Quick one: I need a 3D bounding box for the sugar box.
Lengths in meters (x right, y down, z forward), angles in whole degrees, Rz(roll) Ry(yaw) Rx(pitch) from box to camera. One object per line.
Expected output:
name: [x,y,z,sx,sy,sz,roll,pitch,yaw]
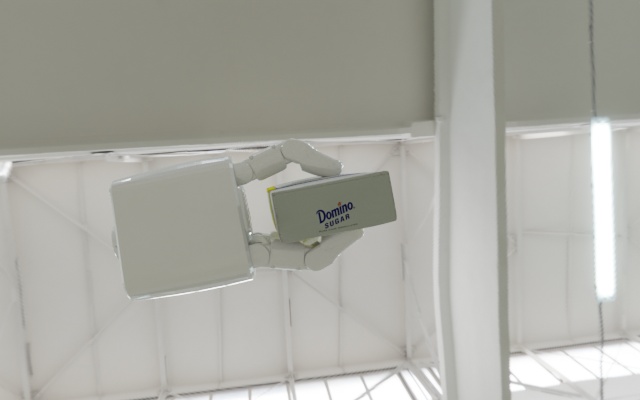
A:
sugar box: [0.000,0.002,0.440,0.093,0.048,0.176,-11,6,-6]
